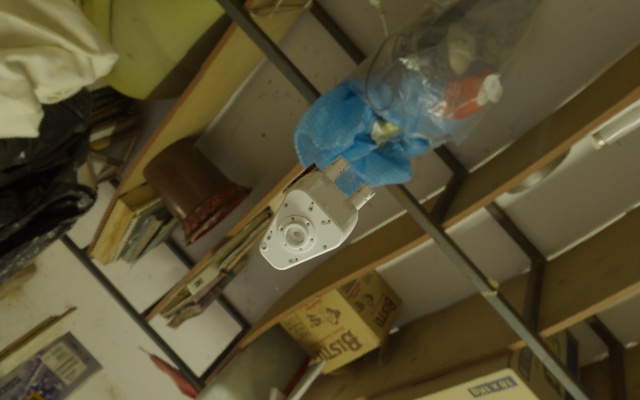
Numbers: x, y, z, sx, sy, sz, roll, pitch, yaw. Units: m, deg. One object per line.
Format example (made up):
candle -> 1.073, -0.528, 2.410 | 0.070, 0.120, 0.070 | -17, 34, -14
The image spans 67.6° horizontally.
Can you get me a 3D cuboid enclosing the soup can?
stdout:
soup can -> 0.000, 0.003, 0.726 | 0.068, 0.102, 0.068 | -43, 1, 1
